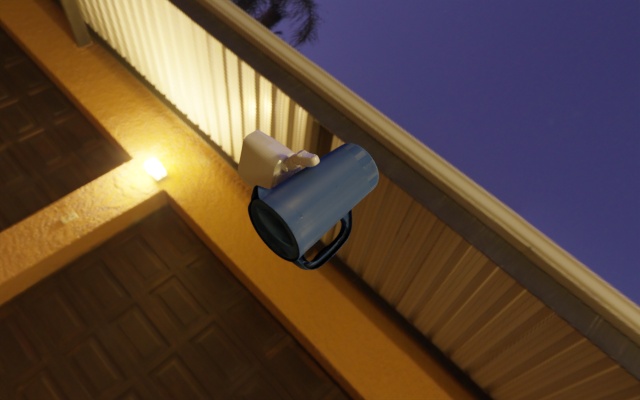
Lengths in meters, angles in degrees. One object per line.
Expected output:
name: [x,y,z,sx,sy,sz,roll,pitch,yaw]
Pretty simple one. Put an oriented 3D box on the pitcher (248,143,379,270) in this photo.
pitcher: [0.000,0.003,0.892,0.145,0.149,0.242,35,56,28]
